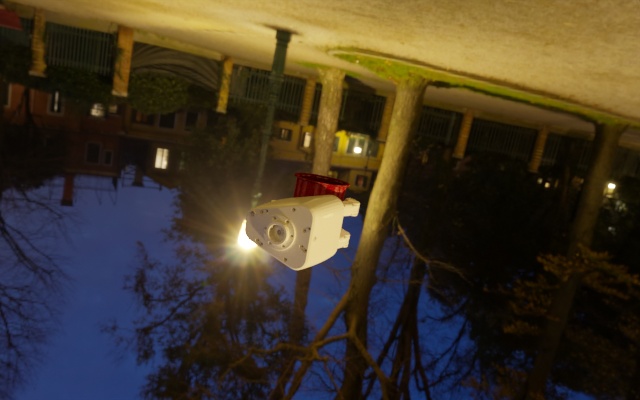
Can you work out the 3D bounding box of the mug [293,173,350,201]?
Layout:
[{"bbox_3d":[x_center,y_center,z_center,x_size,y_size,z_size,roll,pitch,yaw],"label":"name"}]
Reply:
[{"bbox_3d":[0.001,0.003,0.800,0.093,0.081,0.117,15,11,22],"label":"mug"}]
